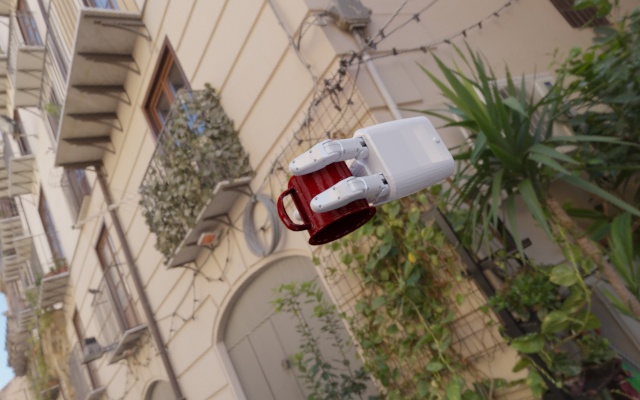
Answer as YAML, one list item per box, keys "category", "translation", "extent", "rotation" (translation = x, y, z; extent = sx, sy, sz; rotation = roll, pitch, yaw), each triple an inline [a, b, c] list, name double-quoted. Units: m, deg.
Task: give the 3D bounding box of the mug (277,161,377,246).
- category: "mug"
  translation: [-0.001, 0.002, 0.588]
  extent: [0.117, 0.081, 0.093]
  rotation: [-17, -20, -28]
